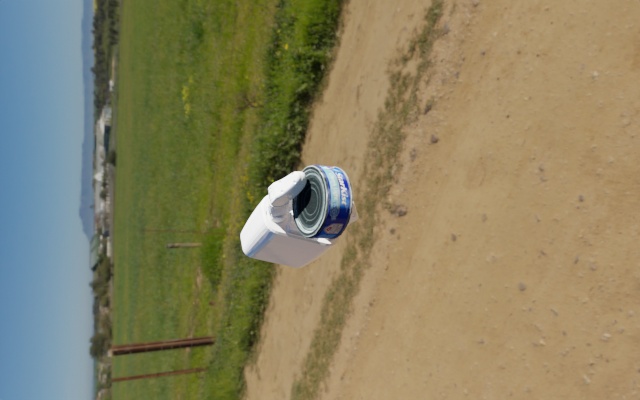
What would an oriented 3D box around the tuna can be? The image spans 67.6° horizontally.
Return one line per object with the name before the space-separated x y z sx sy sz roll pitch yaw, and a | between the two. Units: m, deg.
tuna can | 0.000 0.002 0.555 0.034 0.086 0.086 4 -2 -30
